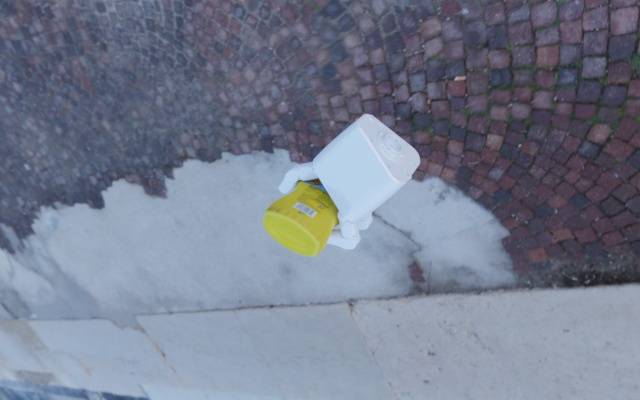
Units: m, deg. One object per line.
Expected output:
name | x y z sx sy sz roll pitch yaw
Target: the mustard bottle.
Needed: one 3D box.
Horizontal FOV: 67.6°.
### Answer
mustard bottle | 0.000 0.003 0.738 0.096 0.058 0.191 28 40 14
